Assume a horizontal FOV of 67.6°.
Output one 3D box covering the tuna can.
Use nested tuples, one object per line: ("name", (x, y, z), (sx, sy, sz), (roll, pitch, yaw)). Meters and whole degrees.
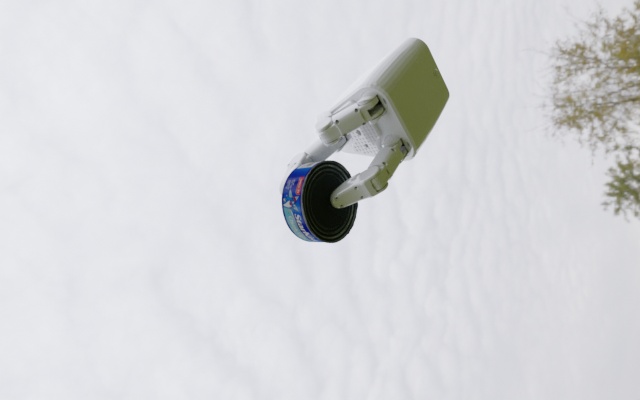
("tuna can", (0.000, 0.002, 0.501), (0.034, 0.086, 0.086), (-2, -2, 43))
